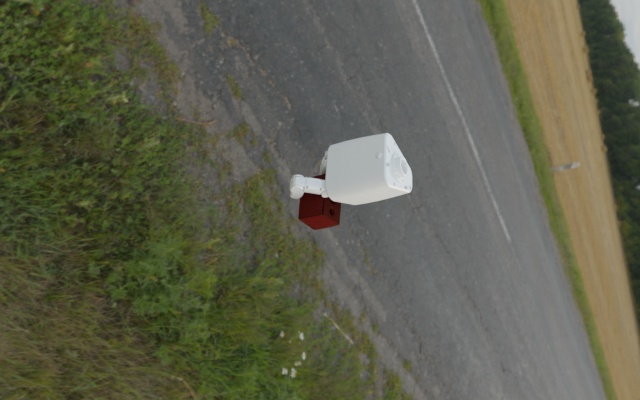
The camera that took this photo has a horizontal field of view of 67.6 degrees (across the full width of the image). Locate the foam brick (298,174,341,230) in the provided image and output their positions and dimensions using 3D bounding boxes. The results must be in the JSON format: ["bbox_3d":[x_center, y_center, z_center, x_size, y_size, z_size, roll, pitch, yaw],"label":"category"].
[{"bbox_3d":[0.000,0.003,0.809,0.051,0.078,0.053,-11,-28,31],"label":"foam brick"}]
